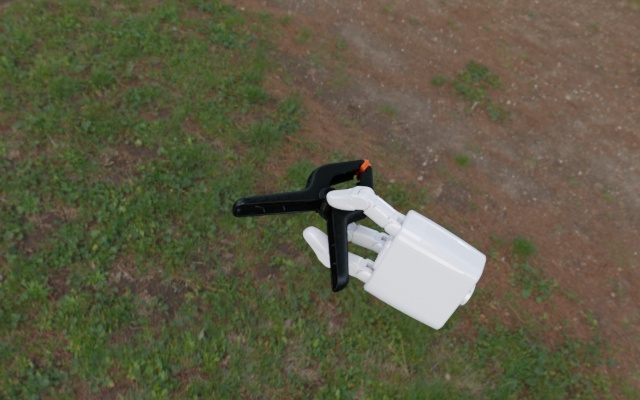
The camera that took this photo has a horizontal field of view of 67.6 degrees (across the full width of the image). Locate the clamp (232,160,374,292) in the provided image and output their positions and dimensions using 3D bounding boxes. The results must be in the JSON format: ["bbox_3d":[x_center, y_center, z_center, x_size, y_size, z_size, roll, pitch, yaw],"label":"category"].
[{"bbox_3d":[0.001,0.001,0.616,0.164,0.036,0.210,32,47,6],"label":"clamp"}]
